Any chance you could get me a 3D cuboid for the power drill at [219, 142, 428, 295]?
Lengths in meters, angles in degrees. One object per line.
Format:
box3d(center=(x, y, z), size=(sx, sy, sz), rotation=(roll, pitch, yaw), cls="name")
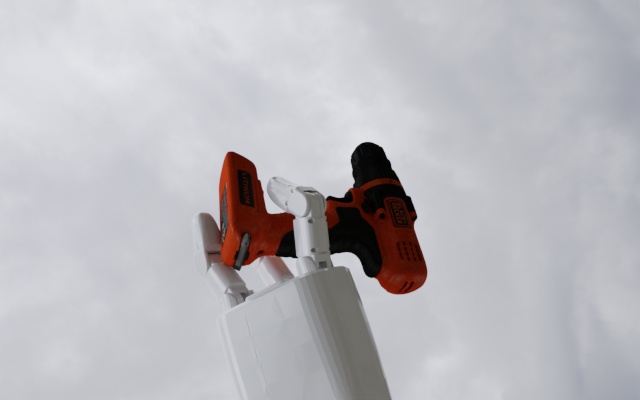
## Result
box3d(center=(0.000, 0.002, 0.458), size=(0.187, 0.184, 0.057), rotation=(5, -45, -18), cls="power drill")
